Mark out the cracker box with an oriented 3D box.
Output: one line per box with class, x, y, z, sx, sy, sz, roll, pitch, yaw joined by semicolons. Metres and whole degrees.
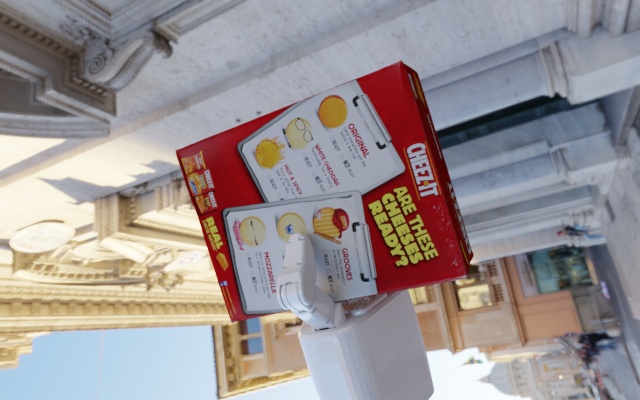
cracker box;0.000;0.001;0.408;0.214;0.164;0.072;-17;2;23
